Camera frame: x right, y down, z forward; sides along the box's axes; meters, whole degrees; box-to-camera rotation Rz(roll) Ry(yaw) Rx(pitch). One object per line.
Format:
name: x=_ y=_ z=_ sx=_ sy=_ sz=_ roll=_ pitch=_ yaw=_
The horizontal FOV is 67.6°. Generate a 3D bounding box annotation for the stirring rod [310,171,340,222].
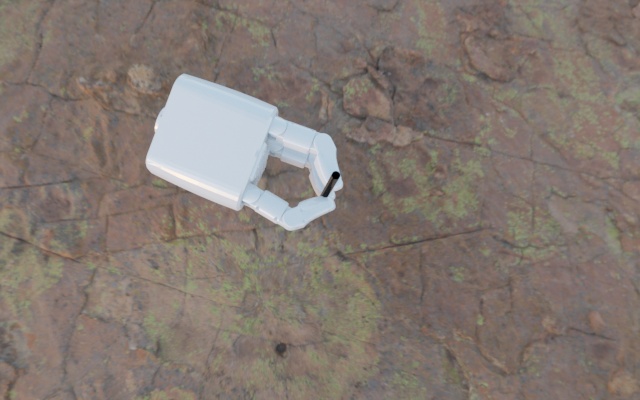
stirring rod: x=0.000 y=0.002 z=0.550 sx=0.011 sy=0.011 sz=0.239 roll=0 pitch=-12 yaw=-7
